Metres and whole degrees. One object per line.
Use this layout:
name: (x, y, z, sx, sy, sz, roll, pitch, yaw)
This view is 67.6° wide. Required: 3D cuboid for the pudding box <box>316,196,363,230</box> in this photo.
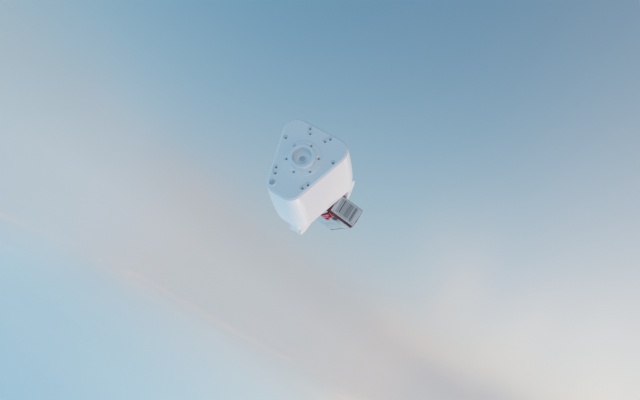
pudding box: (0.000, 0.003, 0.777, 0.113, 0.039, 0.090, 38, -16, -13)
